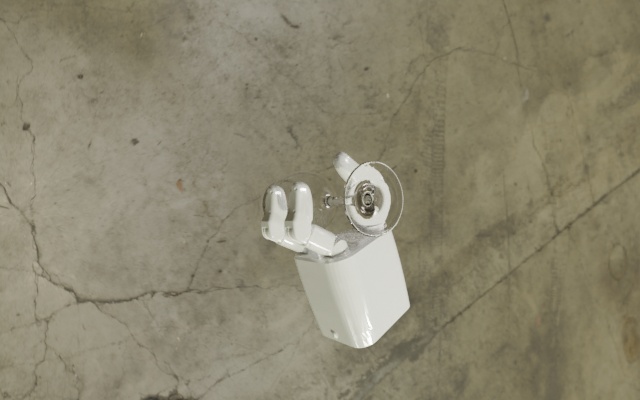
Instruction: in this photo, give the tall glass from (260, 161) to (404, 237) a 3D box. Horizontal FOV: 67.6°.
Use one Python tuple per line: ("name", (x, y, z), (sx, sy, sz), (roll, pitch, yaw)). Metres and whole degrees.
("tall glass", (0.000, 0.002, 0.547), (0.079, 0.079, 0.201), (0, -1, -32))
